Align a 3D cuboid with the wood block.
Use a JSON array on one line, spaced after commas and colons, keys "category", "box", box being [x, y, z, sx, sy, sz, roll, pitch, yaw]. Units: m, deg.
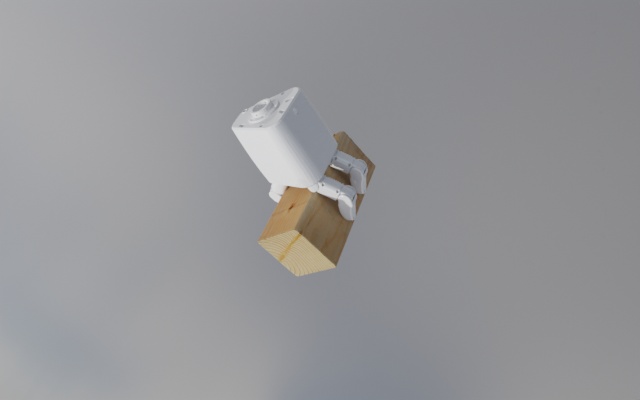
[{"category": "wood block", "box": [0.000, 0.002, 0.740, 0.091, 0.206, 0.090, -20, -56, 44]}]
